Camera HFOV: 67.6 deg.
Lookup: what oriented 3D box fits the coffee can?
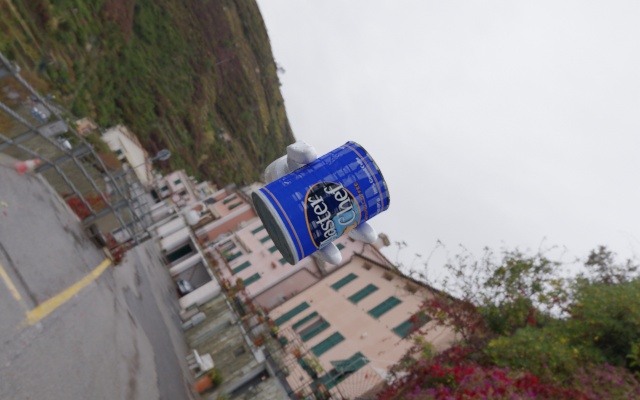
[{"bbox_3d":[0.000,0.002,0.595,0.140,0.103,0.103,-29,8,-15],"label":"coffee can"}]
